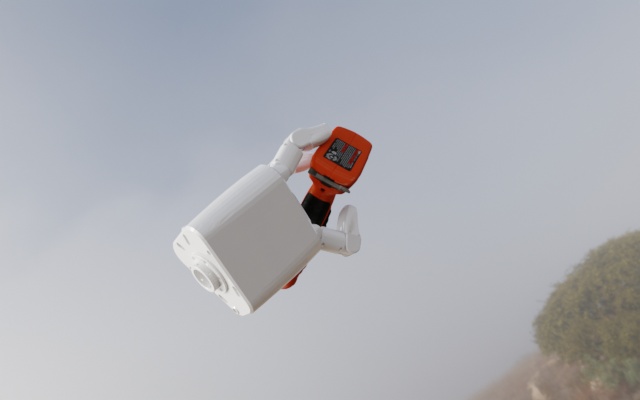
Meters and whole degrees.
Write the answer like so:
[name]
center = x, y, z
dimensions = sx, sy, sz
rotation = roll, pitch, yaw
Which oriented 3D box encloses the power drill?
[power drill]
center = 0.000, 0.002, 0.610
dimensions = 0.057, 0.188, 0.184
rotation = 26, 36, 1
